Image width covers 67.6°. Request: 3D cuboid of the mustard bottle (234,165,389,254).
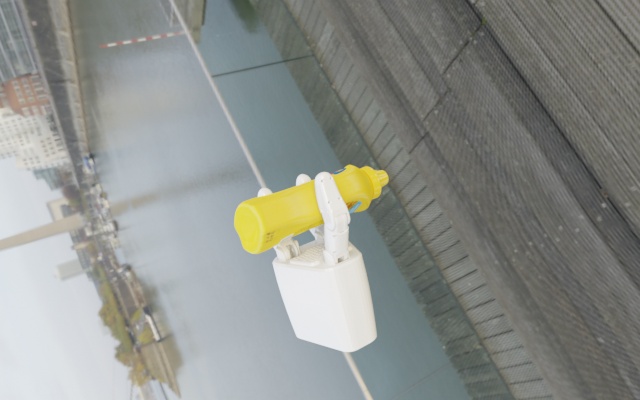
[{"bbox_3d":[0.000,0.002,0.557,0.191,0.058,0.096,-20,-9,-25],"label":"mustard bottle"}]
